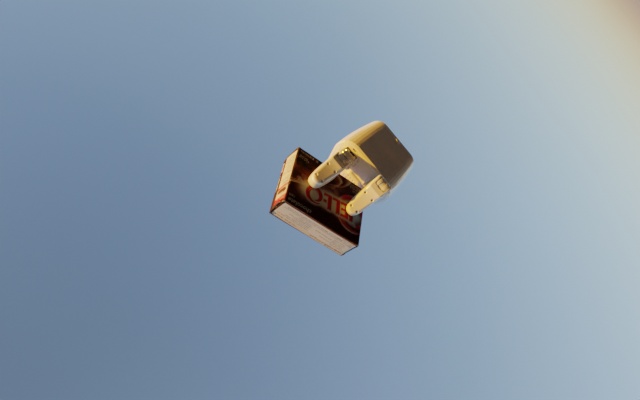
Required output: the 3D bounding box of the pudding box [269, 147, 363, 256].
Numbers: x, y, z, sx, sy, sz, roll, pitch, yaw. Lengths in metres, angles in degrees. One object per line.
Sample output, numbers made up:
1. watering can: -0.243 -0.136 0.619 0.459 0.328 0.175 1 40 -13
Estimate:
1. pudding box: 0.000 0.002 0.582 0.113 0.090 0.039 31 -45 -21
